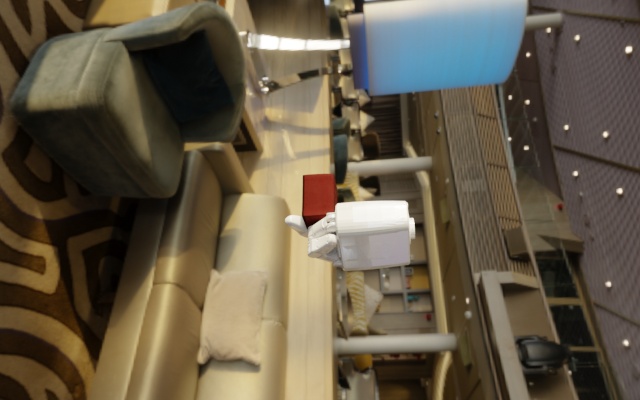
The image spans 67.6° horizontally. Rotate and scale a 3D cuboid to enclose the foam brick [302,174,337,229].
[{"bbox_3d":[0.000,0.002,0.768,0.051,0.078,0.053,-5,-30,8],"label":"foam brick"}]
